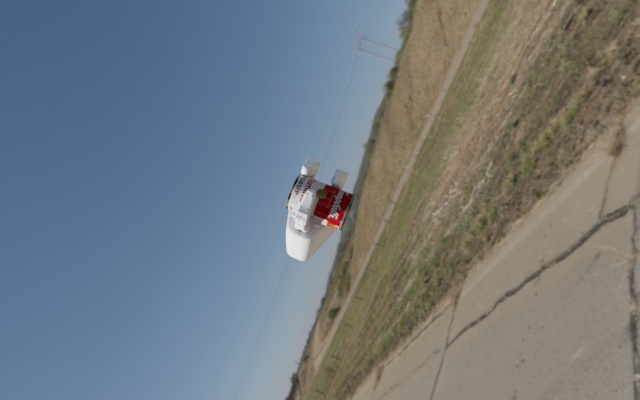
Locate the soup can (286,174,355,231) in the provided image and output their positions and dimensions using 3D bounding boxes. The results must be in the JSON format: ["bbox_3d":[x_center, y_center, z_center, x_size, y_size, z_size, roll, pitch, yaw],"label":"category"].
[{"bbox_3d":[0.000,0.002,0.825,0.102,0.068,0.068,22,3,7],"label":"soup can"}]
